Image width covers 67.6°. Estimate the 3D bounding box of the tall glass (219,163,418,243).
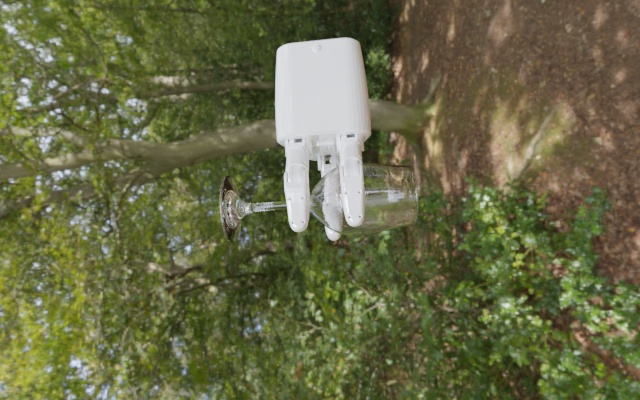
[{"bbox_3d":[-0.001,0.002,0.513,0.201,0.079,0.079,-4,0,5],"label":"tall glass"}]
